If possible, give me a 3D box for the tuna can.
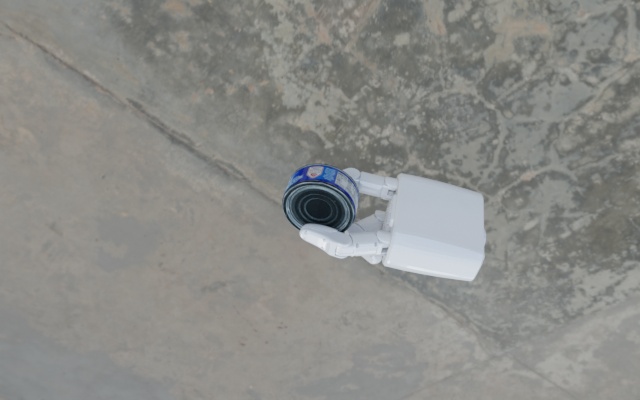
[{"bbox_3d":[0.000,0.002,0.545,0.086,0.086,0.033,0,39,15],"label":"tuna can"}]
